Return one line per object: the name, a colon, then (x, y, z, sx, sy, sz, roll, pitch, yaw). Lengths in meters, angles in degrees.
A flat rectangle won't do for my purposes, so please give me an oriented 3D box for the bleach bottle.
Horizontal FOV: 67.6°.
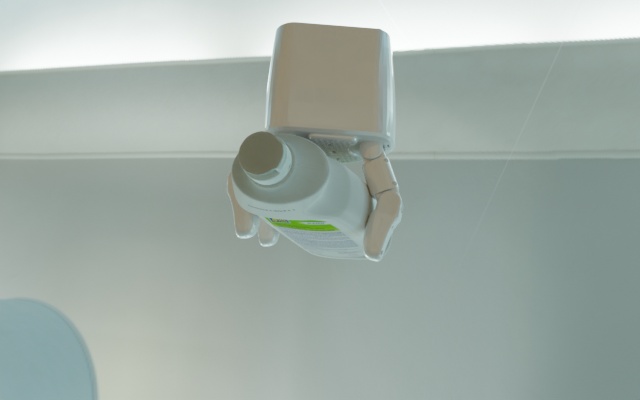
bleach bottle: (0.000, 0.001, 0.404, 0.102, 0.068, 0.251, -1, -14, 13)
